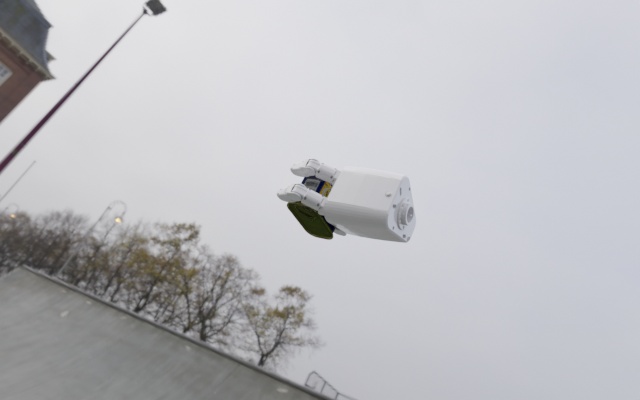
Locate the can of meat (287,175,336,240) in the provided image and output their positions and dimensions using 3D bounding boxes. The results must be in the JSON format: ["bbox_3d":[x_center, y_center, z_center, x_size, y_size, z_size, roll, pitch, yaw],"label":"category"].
[{"bbox_3d":[0.000,0.002,0.803,0.057,0.084,0.102,8,-32,35],"label":"can of meat"}]
